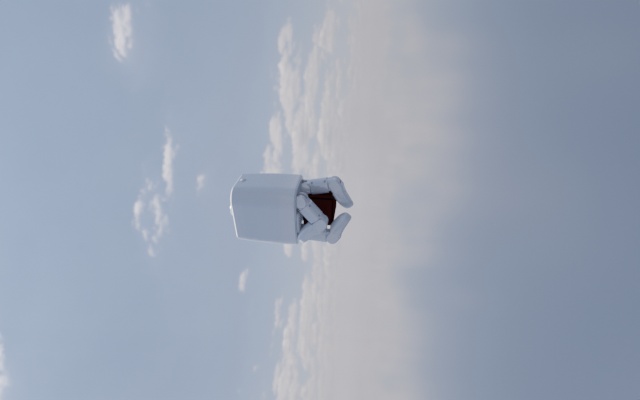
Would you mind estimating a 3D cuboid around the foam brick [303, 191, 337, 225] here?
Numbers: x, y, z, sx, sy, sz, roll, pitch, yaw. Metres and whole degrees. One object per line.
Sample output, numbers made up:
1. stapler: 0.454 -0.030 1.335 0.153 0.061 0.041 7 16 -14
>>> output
1. foam brick: 0.000 0.003 0.834 0.051 0.053 0.078 3 24 5
